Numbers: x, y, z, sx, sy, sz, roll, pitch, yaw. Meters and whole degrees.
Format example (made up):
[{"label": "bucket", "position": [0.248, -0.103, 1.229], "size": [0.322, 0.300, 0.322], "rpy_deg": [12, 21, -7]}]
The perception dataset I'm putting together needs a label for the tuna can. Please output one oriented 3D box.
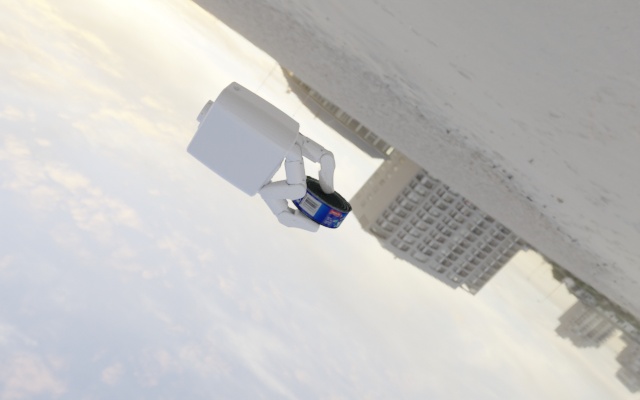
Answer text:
[{"label": "tuna can", "position": [0.000, 0.003, 0.675], "size": [0.086, 0.034, 0.086], "rpy_deg": [32, 16, -10]}]
